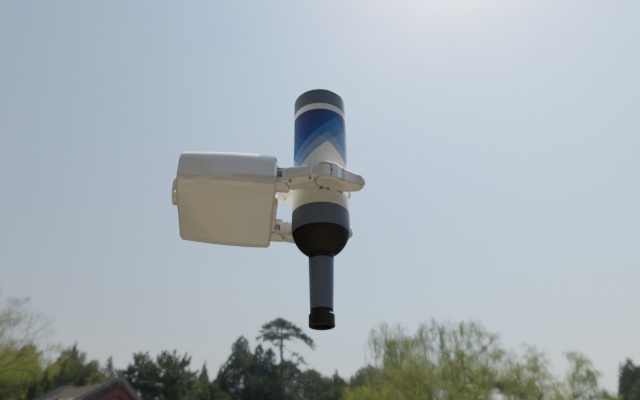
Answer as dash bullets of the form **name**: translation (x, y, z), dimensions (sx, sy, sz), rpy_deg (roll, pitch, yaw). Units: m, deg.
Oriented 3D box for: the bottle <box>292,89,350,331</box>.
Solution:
- **bottle**: translation (0.000, 0.002, 0.559), dimensions (0.069, 0.295, 0.069), rpy_deg (0, -30, 0)
